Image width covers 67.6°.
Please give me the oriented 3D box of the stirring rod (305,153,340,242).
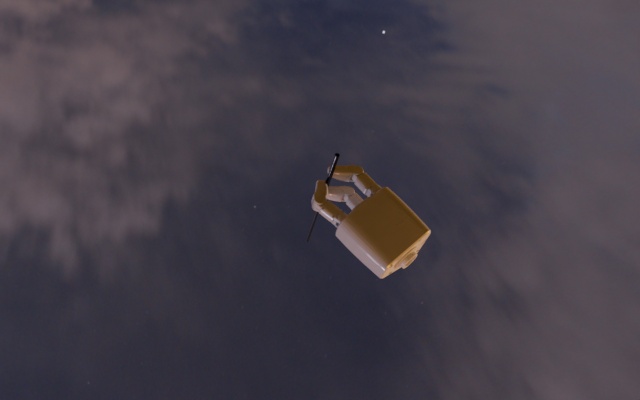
[{"bbox_3d":[0.000,0.003,0.855,0.011,0.011,0.240,0,-39,-17],"label":"stirring rod"}]
